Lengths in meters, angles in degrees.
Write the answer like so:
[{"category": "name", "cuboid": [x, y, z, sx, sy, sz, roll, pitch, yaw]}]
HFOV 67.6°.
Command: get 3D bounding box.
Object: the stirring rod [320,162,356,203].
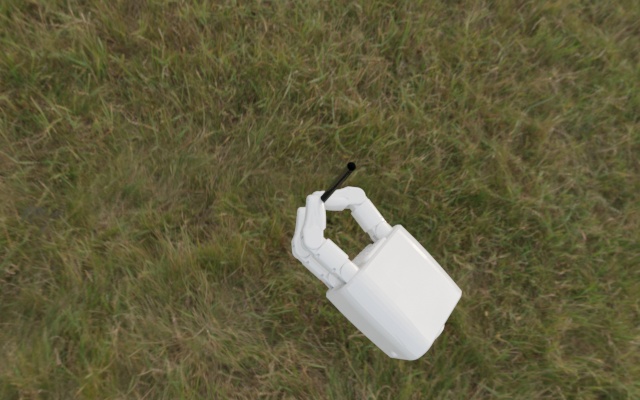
[{"category": "stirring rod", "cuboid": [0.000, 0.002, 0.523, 0.011, 0.011, 0.239, 0, -15, -13]}]
